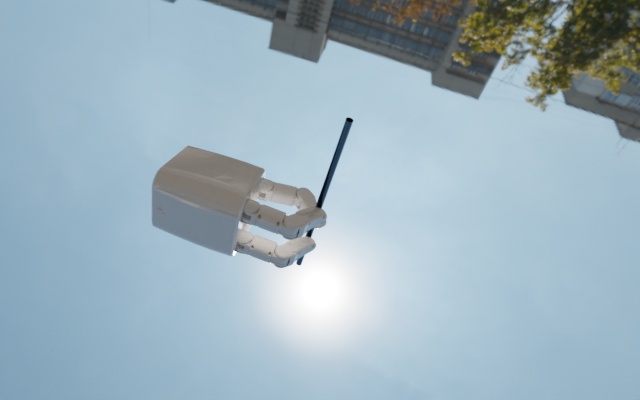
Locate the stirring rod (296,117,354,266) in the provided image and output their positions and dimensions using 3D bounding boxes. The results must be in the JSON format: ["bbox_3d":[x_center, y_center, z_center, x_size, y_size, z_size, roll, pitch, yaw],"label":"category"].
[{"bbox_3d":[0.000,0.002,0.561,0.011,0.011,0.240,0,-43,-20],"label":"stirring rod"}]
